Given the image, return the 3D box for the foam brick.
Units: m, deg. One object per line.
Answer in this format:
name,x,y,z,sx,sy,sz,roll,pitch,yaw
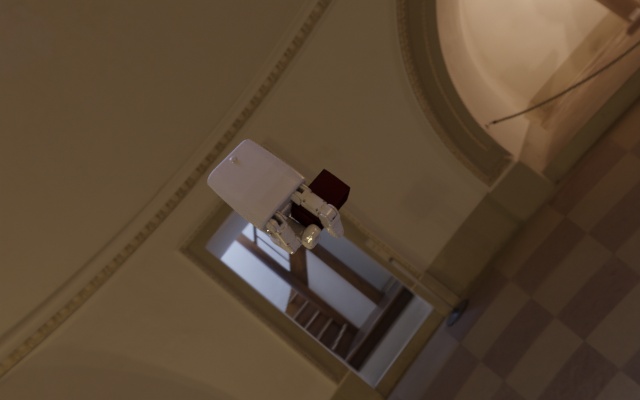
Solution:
foam brick,0.000,0.002,0.713,0.051,0.078,0.053,37,-22,11
